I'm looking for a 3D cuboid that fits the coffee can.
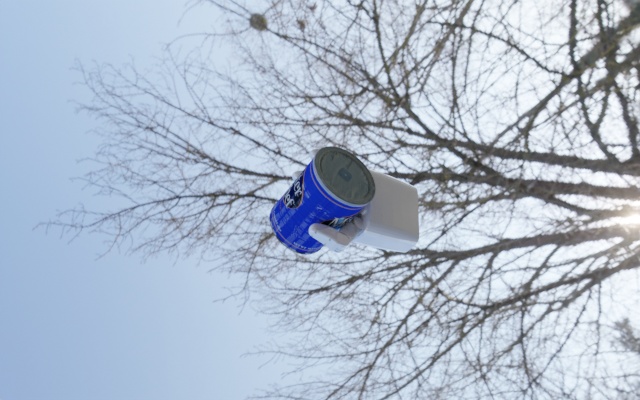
[{"bbox_3d":[0.000,0.002,0.713,0.103,0.102,0.140,0,-34,-39],"label":"coffee can"}]
